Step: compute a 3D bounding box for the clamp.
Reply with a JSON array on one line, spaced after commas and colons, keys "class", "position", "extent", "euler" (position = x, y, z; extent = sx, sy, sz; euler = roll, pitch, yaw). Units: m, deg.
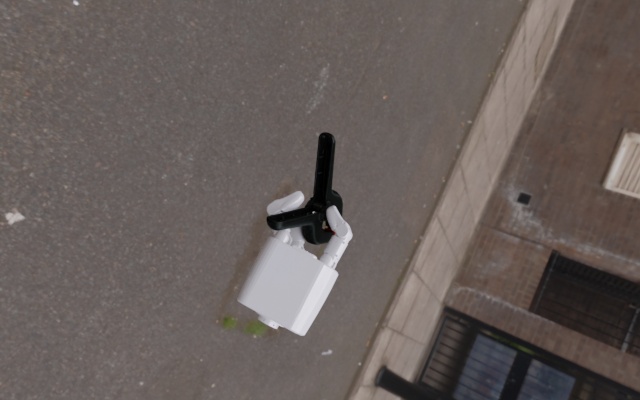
[{"class": "clamp", "position": [0.001, 0.003, 0.747], "extent": [0.036, 0.164, 0.210], "euler": [23, -13, 26]}]
